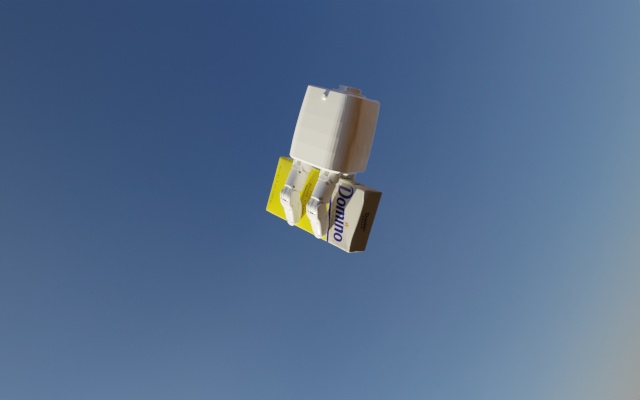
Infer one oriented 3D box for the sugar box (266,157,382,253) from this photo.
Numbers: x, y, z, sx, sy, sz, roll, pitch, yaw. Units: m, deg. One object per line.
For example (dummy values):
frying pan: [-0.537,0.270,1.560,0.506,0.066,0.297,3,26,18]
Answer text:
sugar box: [0.000,0.002,0.716,0.176,0.093,0.048,24,14,40]
